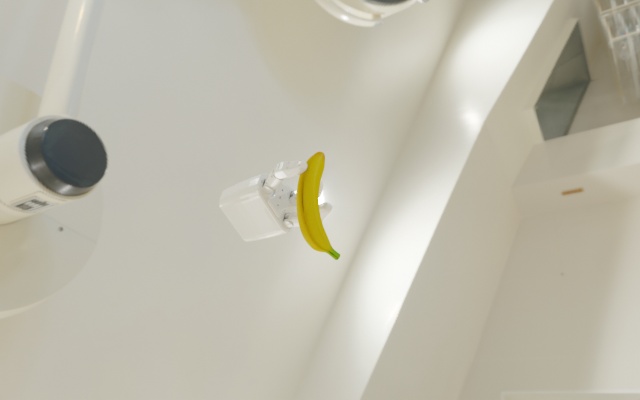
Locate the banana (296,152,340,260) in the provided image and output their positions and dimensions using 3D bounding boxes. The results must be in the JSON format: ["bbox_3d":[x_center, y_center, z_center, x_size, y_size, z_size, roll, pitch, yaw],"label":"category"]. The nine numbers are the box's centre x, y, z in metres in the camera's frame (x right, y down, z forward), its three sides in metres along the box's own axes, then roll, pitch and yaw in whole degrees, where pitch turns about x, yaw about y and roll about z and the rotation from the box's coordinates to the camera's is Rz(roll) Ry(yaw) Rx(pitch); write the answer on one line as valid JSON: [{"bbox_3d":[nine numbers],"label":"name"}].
[{"bbox_3d":[-0.011,0.002,0.798,0.037,0.197,0.069,-21,-25,35],"label":"banana"}]
